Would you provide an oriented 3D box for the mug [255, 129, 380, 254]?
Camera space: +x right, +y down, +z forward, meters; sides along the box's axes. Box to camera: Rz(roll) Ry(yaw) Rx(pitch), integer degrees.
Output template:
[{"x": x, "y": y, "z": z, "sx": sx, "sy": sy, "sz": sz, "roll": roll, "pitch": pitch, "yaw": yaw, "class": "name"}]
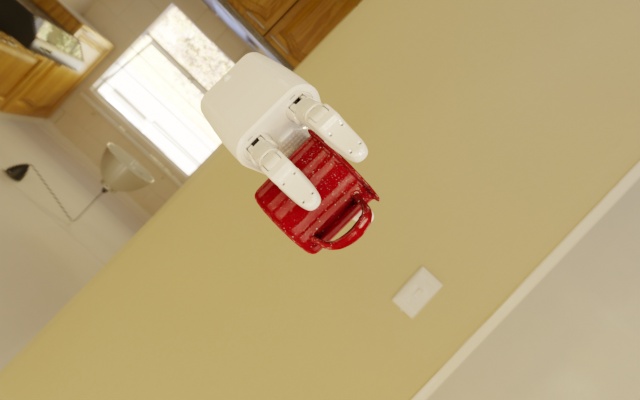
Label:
[{"x": 0.001, "y": 0.002, "z": 0.435, "sx": 0.117, "sy": 0.081, "sz": 0.093, "roll": 46, "pitch": 1, "yaw": 42, "class": "mug"}]
